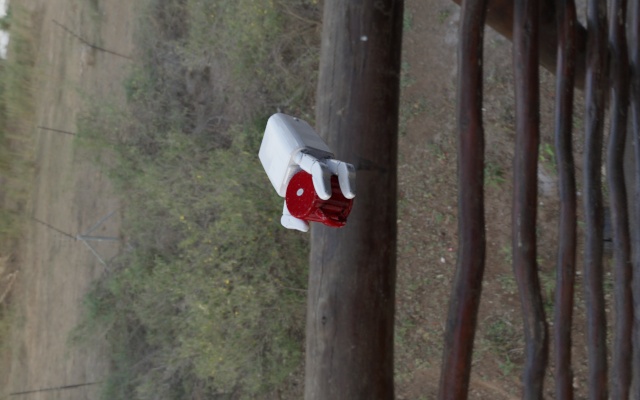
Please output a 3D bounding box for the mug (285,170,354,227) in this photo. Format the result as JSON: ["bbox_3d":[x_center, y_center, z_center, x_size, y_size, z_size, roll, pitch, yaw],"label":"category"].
[{"bbox_3d":[0.001,0.004,0.794,0.081,0.093,0.117,10,35,-42],"label":"mug"}]
